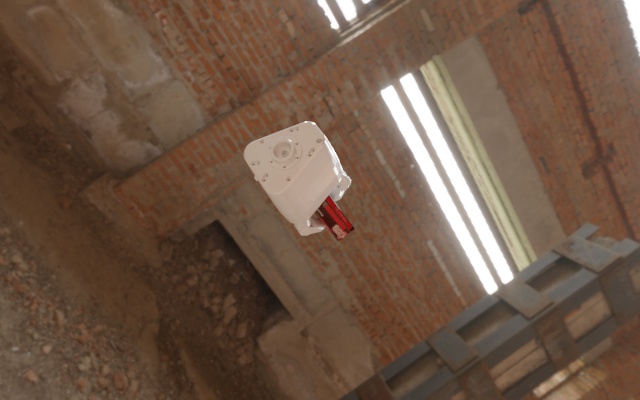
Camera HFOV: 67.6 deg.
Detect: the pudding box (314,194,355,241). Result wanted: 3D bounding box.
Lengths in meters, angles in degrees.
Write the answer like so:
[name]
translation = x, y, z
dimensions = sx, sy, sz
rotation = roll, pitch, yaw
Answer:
[pudding box]
translation = 0.000, 0.002, 0.770
dimensions = 0.039, 0.090, 0.113
rotation = -36, 36, 1
